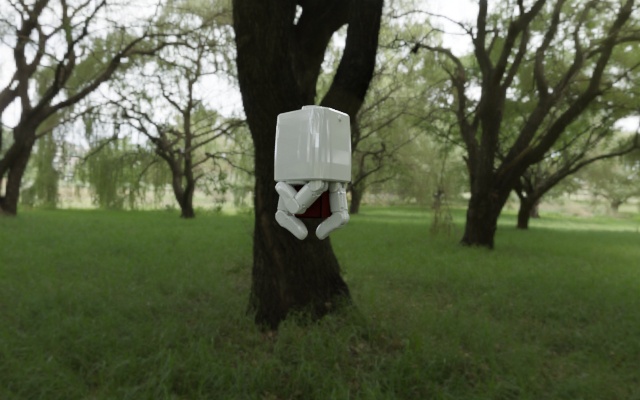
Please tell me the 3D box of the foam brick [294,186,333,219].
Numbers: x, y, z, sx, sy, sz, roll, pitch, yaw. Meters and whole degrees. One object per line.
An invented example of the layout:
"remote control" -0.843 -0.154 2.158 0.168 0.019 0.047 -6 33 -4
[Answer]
"foam brick" 0.000 0.003 0.765 0.053 0.051 0.078 0 -1 31
